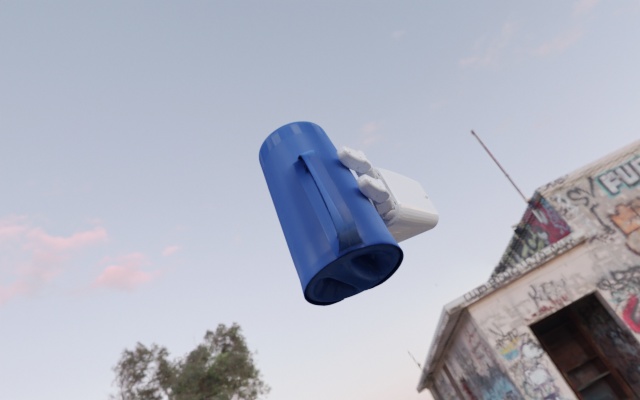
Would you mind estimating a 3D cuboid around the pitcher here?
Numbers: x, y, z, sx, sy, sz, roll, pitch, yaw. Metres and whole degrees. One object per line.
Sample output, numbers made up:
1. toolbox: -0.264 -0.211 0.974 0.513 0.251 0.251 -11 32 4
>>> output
1. pitcher: 0.000 0.002 0.638 0.145 0.242 0.149 9 -47 -42
